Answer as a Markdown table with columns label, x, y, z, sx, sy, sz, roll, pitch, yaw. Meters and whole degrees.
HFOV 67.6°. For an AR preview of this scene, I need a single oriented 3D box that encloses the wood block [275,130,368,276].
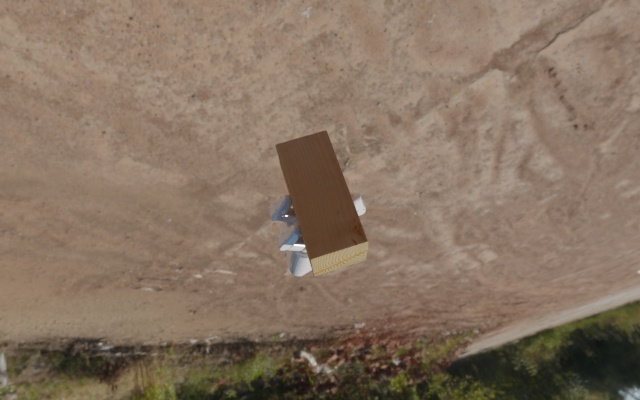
| label | x | y | z | sx | sy | sz | roll | pitch | yaw |
| --- | --- | --- | --- | --- | --- | --- | --- | --- | --- |
| wood block | 0.000 | 0.003 | 0.774 | 0.091 | 0.206 | 0.090 | -17 | -25 | -5 |
